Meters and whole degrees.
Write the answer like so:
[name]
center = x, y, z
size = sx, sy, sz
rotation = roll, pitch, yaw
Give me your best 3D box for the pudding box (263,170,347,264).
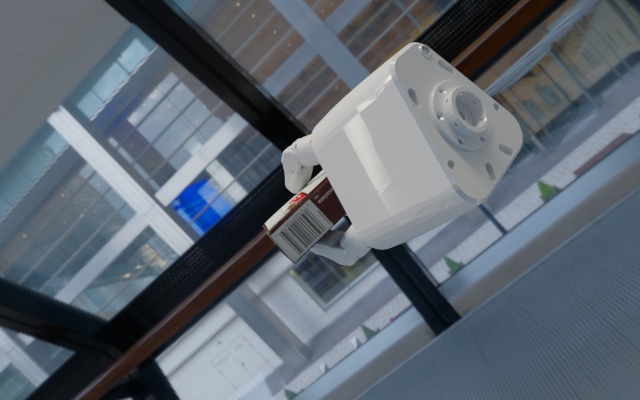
[pudding box]
center = 0.000, 0.001, 0.439
size = 0.113, 0.039, 0.090
rotation = -42, 6, -6
